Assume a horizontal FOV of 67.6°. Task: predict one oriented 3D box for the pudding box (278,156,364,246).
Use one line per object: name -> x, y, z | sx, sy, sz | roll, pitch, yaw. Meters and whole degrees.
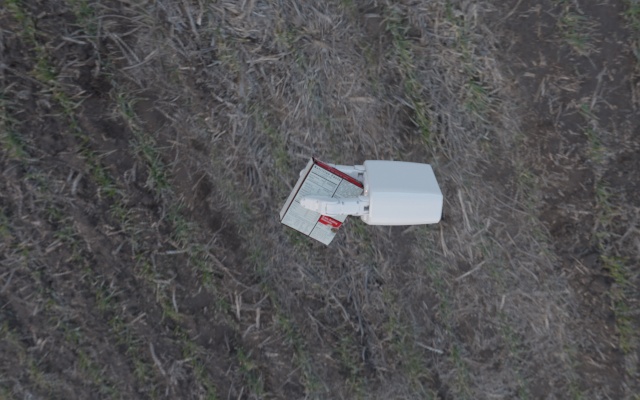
pudding box -> 0.000, 0.002, 0.729 | 0.090, 0.113, 0.039 | 28, 15, -13
